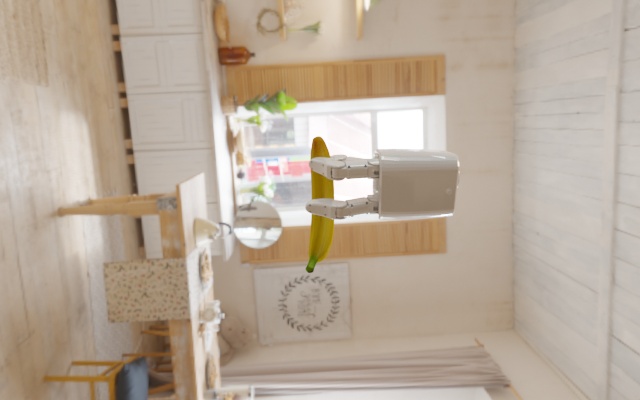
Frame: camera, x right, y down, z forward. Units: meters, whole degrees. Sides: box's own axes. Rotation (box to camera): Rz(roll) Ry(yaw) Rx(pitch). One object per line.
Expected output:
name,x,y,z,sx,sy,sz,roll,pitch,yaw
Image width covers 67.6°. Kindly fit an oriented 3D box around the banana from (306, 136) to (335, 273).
banana,0.002,0.005,0.714,0.037,0.198,0.069,2,2,6
